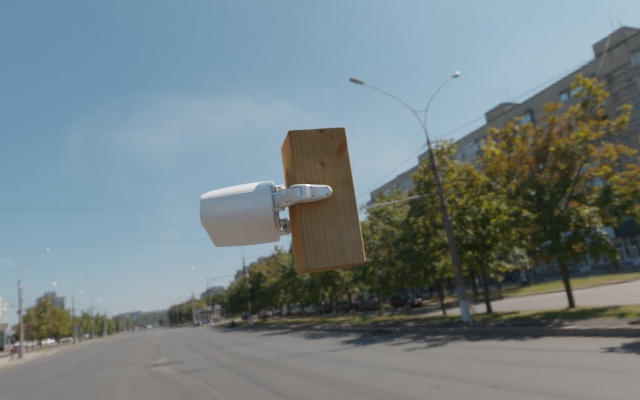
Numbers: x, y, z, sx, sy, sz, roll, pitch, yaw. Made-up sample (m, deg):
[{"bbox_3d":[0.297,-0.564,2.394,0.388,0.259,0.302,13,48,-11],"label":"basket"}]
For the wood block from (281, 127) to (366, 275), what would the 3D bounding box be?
[{"bbox_3d":[0.000,0.002,0.731,0.090,0.206,0.091,-5,-11,-14],"label":"wood block"}]
